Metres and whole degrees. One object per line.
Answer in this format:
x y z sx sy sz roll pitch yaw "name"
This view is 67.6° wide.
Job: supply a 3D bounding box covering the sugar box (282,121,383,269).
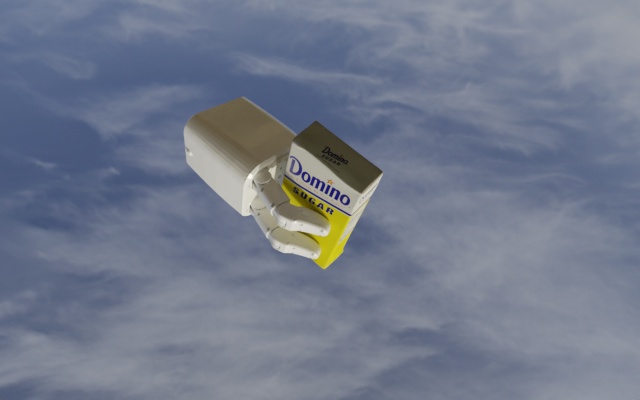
0.000 0.002 0.544 0.048 0.093 0.176 -44 -15 -29 "sugar box"
